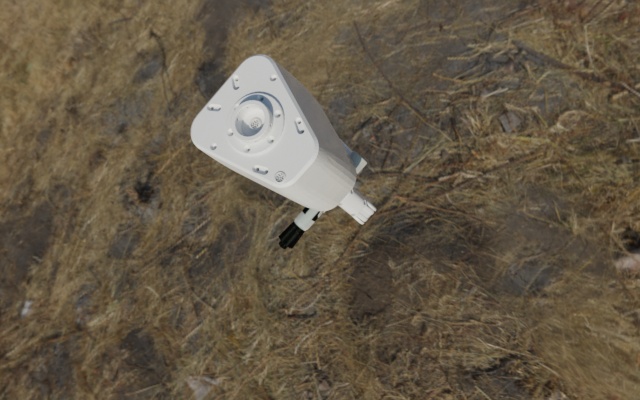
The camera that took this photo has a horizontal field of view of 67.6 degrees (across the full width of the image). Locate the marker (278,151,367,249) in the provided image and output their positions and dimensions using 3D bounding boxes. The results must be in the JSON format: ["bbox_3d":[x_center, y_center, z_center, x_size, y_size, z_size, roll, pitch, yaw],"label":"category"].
[{"bbox_3d":[0.000,0.002,0.479,0.020,0.121,0.020,41,5,-5],"label":"marker"}]
